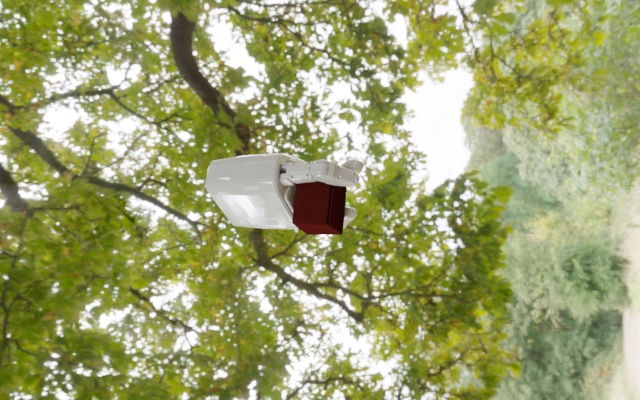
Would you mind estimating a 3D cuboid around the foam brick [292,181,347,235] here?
[{"bbox_3d":[0.000,0.002,0.620,0.051,0.078,0.053,-2,-21,22],"label":"foam brick"}]
